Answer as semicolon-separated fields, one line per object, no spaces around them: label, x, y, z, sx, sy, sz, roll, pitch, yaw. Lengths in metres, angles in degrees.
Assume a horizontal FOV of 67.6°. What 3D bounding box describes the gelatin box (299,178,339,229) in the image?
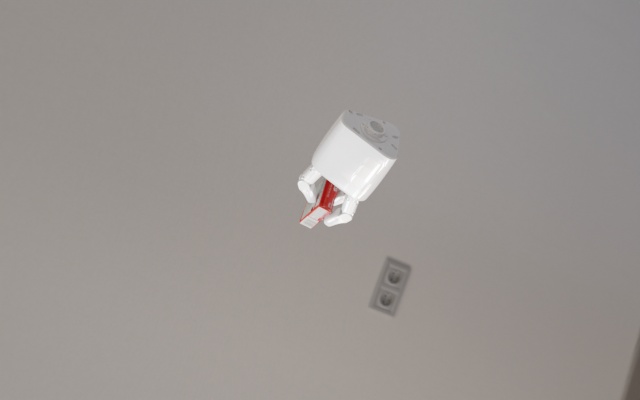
gelatin box;0.000;0.003;0.890;0.030;0.073;0.089;28;-34;-14
